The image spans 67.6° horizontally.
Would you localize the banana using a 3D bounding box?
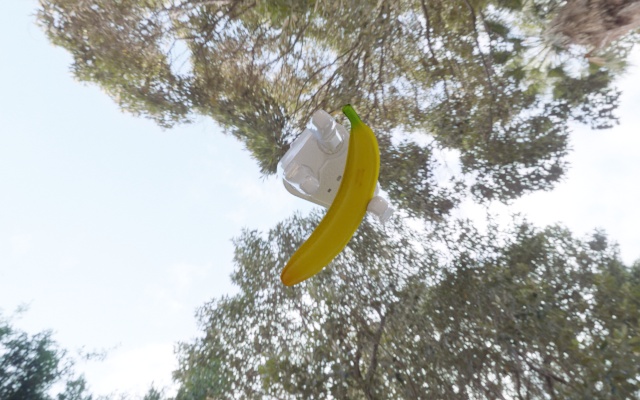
[{"bbox_3d":[0.018,0.004,0.501,0.069,0.198,0.037,17,8,-20],"label":"banana"}]
